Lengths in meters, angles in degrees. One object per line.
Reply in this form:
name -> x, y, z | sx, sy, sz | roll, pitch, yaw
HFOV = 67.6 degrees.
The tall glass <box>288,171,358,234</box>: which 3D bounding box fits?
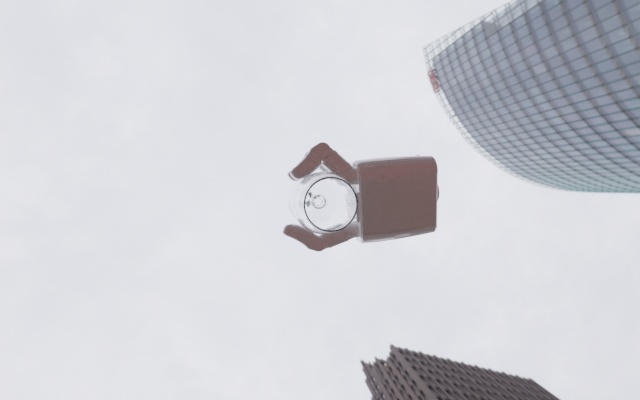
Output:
tall glass -> 0.000, 0.002, 0.630 | 0.079, 0.079, 0.201 | 0, 1, -7
